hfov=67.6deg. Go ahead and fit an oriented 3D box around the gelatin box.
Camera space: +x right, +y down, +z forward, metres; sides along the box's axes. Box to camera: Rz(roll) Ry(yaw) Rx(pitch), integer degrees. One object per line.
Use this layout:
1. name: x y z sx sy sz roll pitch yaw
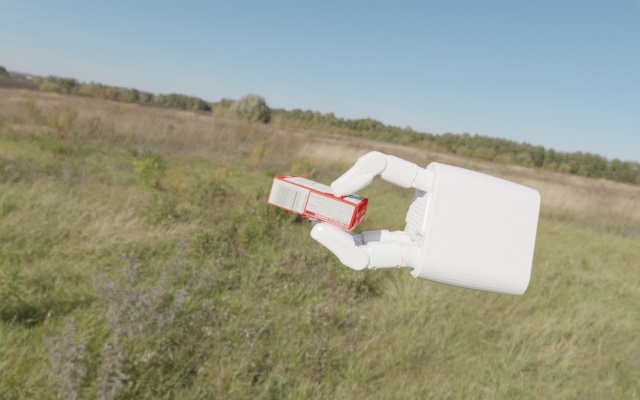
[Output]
1. gelatin box: 0.000 0.001 0.487 0.089 0.030 0.073 19 8 10
